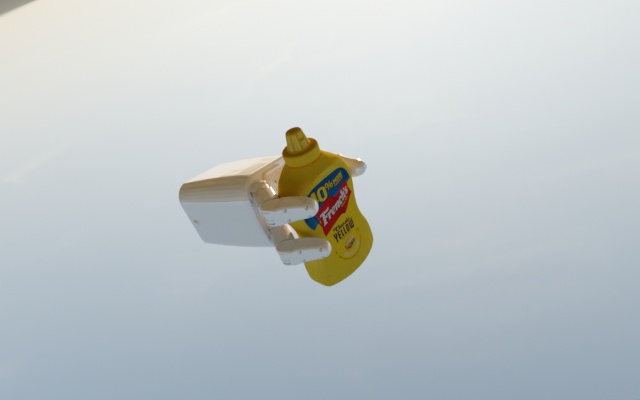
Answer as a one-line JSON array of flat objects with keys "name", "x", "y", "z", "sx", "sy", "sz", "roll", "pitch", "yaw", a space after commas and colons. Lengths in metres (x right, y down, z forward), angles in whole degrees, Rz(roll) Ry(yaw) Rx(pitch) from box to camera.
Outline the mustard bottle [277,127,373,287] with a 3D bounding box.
[{"name": "mustard bottle", "x": 0.000, "y": 0.002, "z": 0.548, "sx": 0.096, "sy": 0.192, "sz": 0.058, "roll": -41, "pitch": 38, "yaw": -27}]
